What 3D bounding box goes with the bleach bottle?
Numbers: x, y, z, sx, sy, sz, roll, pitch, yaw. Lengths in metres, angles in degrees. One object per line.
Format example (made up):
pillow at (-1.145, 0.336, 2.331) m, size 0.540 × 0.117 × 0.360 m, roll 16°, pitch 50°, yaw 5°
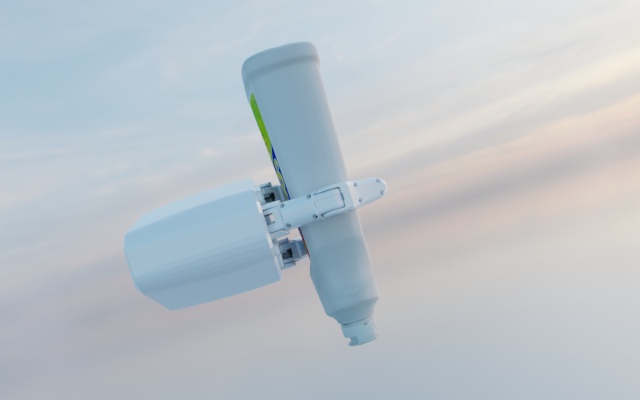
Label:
bleach bottle at (0.000, 0.001, 0.416) m, size 0.068 × 0.251 × 0.102 m, roll -17°, pitch -5°, yaw -7°
